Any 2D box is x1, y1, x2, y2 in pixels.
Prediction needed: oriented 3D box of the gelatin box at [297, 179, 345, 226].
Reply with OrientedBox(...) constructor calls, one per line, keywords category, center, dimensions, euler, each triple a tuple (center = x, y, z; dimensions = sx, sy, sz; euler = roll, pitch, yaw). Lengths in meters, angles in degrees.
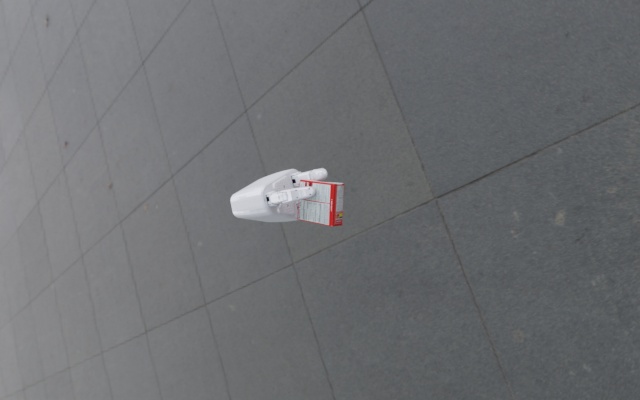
OrientedBox(category="gelatin box", center=(0.000, 0.003, 0.832), dimensions=(0.030, 0.073, 0.089), euler=(-4, 9, -45))
